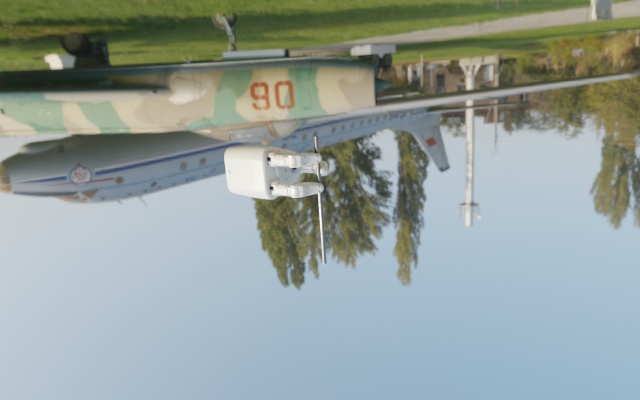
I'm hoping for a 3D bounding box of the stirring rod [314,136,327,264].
[{"bbox_3d":[0.000,0.003,0.877,0.011,0.239,0.011,-4,15,1],"label":"stirring rod"}]
